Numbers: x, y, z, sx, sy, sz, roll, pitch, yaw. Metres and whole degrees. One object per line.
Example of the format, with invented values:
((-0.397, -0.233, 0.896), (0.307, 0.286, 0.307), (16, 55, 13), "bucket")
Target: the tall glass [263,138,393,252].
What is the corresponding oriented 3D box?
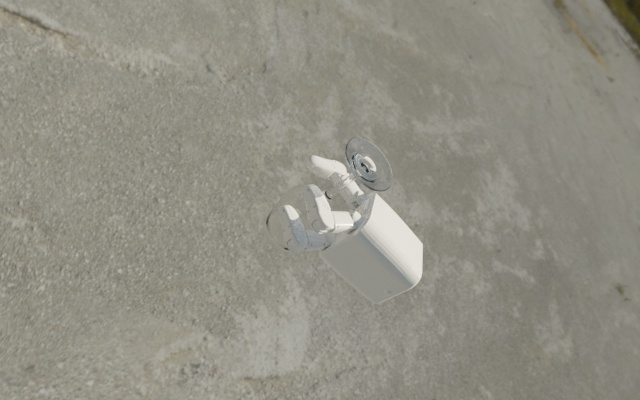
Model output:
((0.000, 0.002, 0.634), (0.079, 0.079, 0.201), (0, -27, -42), "tall glass")
